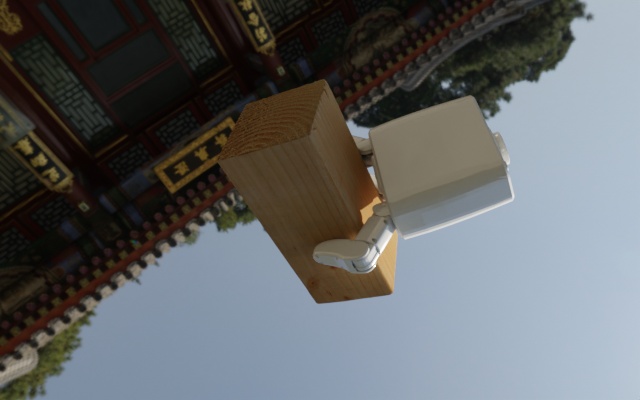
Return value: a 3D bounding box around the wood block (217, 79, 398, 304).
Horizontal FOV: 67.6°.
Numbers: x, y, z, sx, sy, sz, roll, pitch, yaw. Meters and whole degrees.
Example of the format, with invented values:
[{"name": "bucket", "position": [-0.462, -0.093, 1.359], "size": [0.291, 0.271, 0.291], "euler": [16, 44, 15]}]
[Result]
[{"name": "wood block", "position": [0.000, 0.002, 0.471], "size": [0.090, 0.206, 0.090], "euler": [-12, 39, 23]}]
